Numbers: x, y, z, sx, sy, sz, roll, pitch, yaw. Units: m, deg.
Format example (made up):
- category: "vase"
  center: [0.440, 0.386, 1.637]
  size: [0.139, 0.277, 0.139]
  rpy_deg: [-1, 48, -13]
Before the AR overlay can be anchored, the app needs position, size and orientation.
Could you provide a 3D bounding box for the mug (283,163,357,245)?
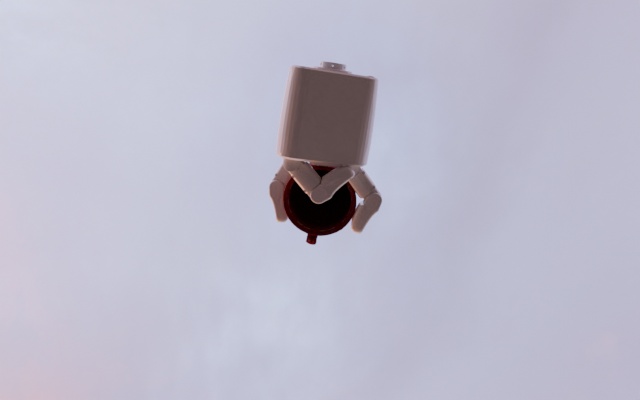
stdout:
- category: "mug"
  center: [0.000, 0.003, 0.642]
  size: [0.093, 0.117, 0.081]
  rpy_deg: [10, 15, 2]
